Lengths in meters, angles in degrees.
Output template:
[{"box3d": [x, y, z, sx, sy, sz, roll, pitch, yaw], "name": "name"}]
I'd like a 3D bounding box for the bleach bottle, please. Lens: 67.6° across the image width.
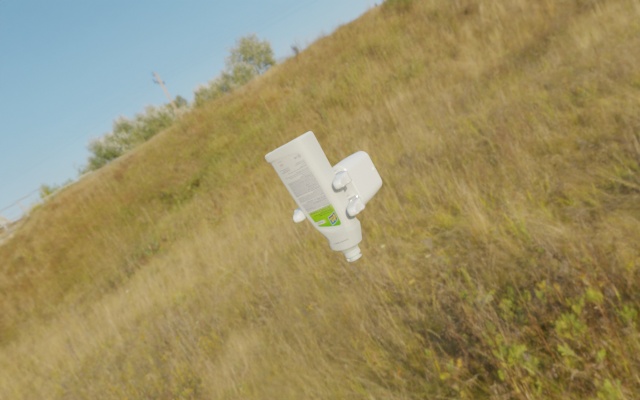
[{"box3d": [0.000, 0.003, 0.894, 0.102, 0.251, 0.068, -22, 11, 38], "name": "bleach bottle"}]
